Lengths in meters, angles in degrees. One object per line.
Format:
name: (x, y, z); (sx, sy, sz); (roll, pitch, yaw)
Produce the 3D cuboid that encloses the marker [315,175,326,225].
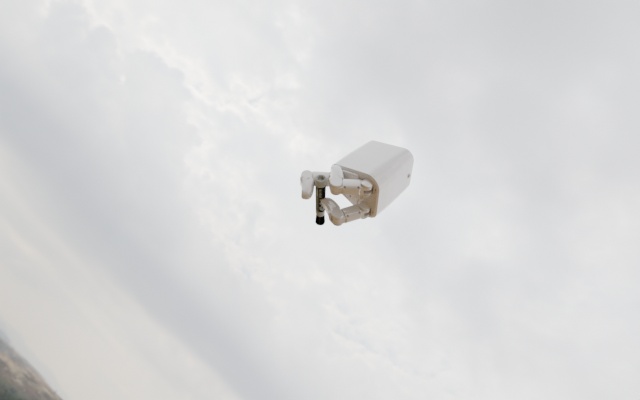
marker: (0.000, 0.003, 0.860); (0.020, 0.020, 0.121); (0, -43, -1)
